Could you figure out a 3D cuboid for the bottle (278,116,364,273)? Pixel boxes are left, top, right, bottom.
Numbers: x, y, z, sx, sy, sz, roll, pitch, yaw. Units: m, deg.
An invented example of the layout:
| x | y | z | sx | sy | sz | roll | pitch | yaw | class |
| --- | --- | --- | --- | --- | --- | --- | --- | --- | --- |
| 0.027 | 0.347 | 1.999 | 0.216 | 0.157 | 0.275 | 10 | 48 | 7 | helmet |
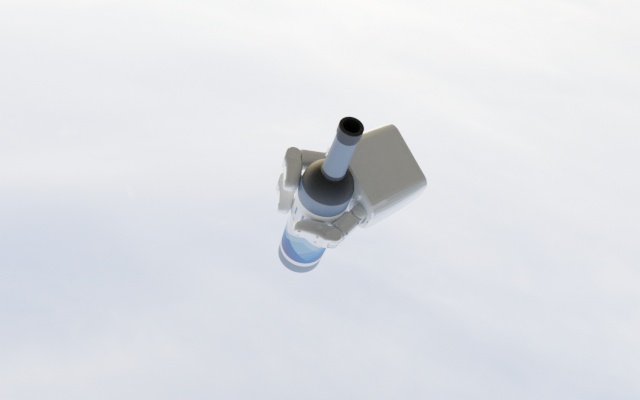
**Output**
| x | y | z | sx | sy | sz | roll | pitch | yaw | class |
| --- | --- | --- | --- | --- | --- | --- | --- | --- | --- |
| 0.000 | 0.002 | 0.609 | 0.069 | 0.069 | 0.296 | 0 | -32 | -15 | bottle |
